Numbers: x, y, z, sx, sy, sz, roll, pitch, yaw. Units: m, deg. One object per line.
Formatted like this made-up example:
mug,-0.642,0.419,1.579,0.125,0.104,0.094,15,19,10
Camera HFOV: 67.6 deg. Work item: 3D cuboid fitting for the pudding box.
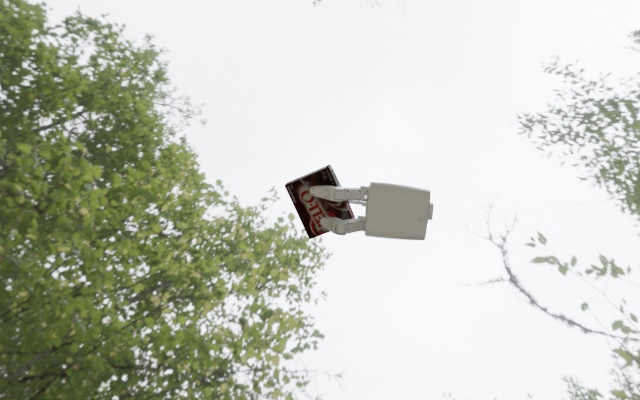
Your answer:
pudding box,0.000,0.003,0.860,0.090,0.113,0.039,-22,8,15
